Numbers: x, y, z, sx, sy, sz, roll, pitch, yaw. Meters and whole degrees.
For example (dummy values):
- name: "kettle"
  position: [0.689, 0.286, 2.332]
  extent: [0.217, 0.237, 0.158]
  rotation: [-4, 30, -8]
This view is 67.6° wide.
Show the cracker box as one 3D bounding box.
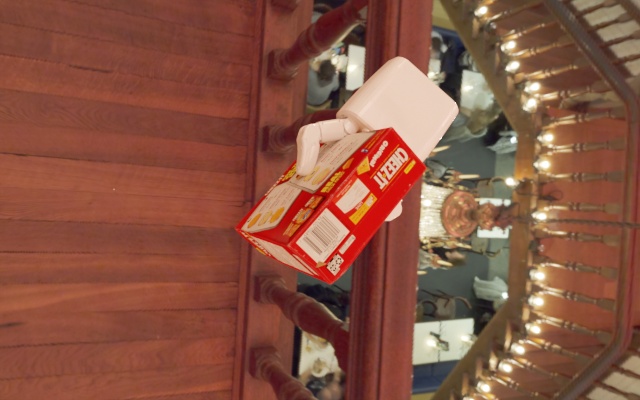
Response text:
- name: "cracker box"
  position: [0.000, 0.002, 0.566]
  extent: [0.072, 0.164, 0.213]
  rotation: [45, -15, -18]
